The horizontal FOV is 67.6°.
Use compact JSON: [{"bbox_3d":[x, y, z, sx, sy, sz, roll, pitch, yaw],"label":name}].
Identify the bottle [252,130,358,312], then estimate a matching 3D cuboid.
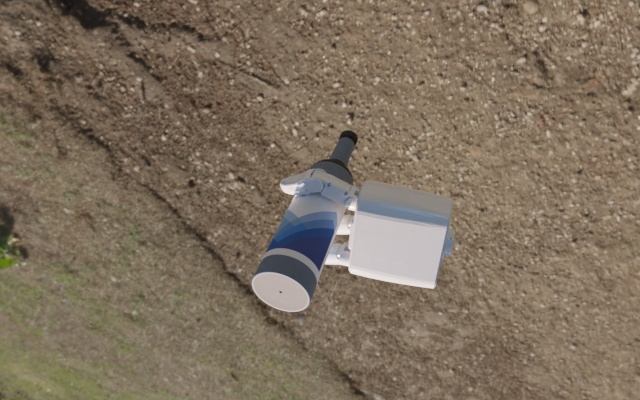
[{"bbox_3d":[0.000,0.002,0.608,0.069,0.069,0.295,0,41,22],"label":"bottle"}]
